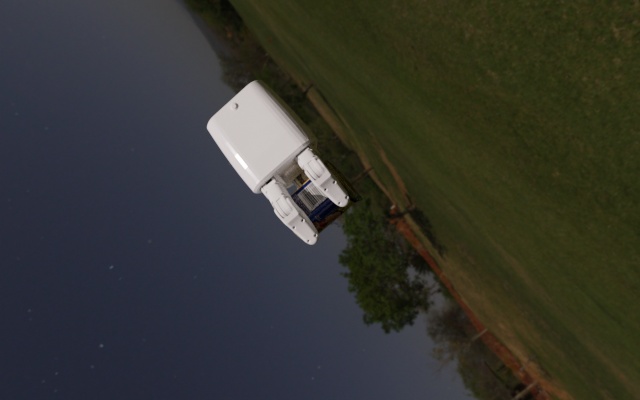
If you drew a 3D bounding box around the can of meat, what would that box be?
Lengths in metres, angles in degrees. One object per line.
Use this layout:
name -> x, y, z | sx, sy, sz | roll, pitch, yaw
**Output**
can of meat -> 0.000, 0.002, 0.595 | 0.084, 0.057, 0.102 | -41, -9, 6
